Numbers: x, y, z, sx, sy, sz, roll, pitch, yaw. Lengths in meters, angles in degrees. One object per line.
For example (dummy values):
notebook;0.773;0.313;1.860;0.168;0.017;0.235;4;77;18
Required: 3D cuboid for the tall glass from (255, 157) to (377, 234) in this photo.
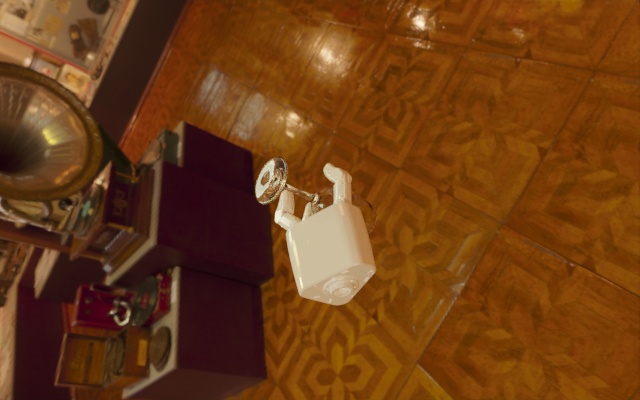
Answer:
tall glass;0.000;0.002;0.753;0.201;0.079;0.079;23;-15;-37
